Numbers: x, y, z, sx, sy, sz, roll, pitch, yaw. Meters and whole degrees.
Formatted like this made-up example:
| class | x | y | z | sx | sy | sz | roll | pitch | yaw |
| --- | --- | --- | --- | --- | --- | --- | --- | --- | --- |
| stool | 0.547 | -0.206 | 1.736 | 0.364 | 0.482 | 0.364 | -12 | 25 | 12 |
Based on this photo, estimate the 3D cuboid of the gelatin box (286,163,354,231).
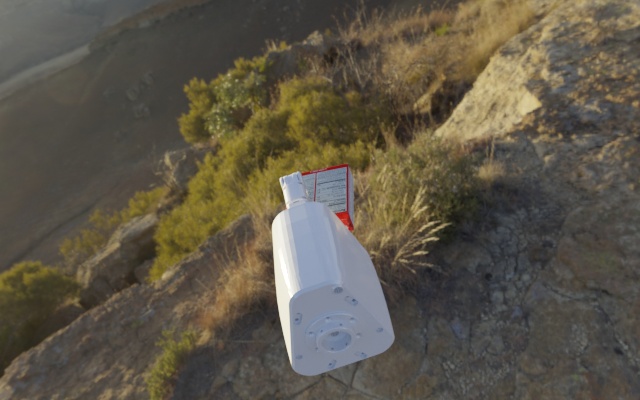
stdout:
| class | x | y | z | sx | sy | sz | roll | pitch | yaw |
| --- | --- | --- | --- | --- | --- | --- | --- | --- | --- |
| gelatin box | 0.000 | 0.001 | 0.541 | 0.073 | 0.030 | 0.089 | -12 | 41 | 13 |
